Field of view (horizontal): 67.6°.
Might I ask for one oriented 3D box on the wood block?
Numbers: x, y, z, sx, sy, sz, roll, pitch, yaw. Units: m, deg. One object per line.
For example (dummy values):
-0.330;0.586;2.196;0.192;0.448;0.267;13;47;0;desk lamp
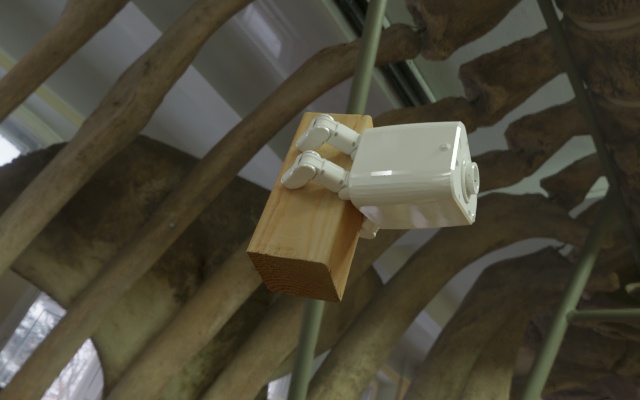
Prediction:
0.001;0.002;0.561;0.090;0.206;0.091;6;-36;19;wood block
